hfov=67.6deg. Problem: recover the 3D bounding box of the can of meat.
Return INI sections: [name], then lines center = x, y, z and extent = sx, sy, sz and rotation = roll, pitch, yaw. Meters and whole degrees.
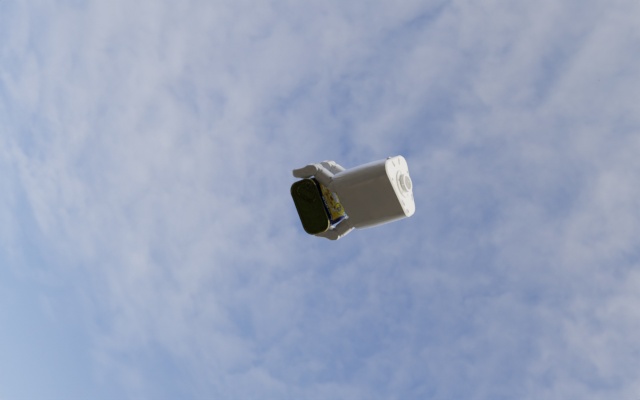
[can of meat]
center = 0.000, 0.003, 0.890
extent = 0.057, 0.102, 0.084
rotation = -19, 2, 33
